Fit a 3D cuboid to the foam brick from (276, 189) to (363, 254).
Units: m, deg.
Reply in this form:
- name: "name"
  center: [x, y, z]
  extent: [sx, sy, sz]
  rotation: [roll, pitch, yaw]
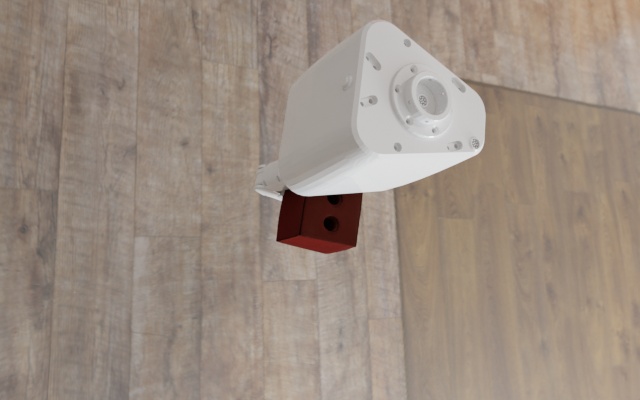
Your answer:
- name: "foam brick"
  center: [0.000, 0.002, 0.406]
  extent: [0.053, 0.078, 0.051]
  rotation: [14, -16, -26]
